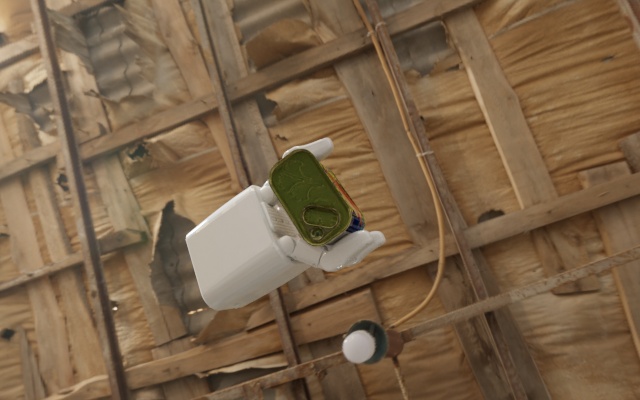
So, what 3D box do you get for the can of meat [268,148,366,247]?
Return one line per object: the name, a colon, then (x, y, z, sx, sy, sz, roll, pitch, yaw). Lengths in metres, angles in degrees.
can of meat: (0.000, 0.002, 0.523, 0.057, 0.102, 0.084, -37, -17, 9)
